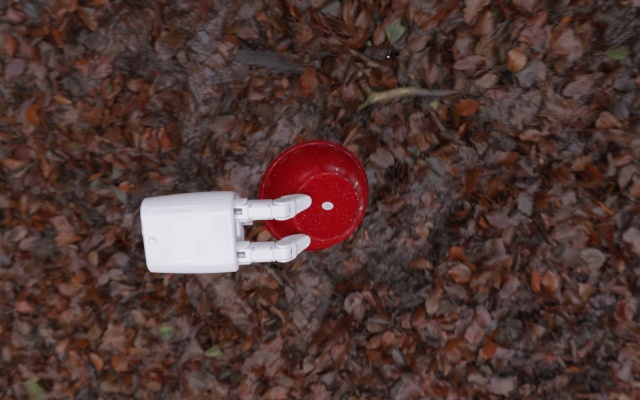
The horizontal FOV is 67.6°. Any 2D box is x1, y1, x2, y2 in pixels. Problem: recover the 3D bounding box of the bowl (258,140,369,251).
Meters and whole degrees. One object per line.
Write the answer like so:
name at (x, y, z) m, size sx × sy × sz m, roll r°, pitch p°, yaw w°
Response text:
bowl at (0.001, 0.002, 0.643) m, size 0.162 × 0.162 × 0.055 m, roll 0°, pitch 16°, yaw -18°
